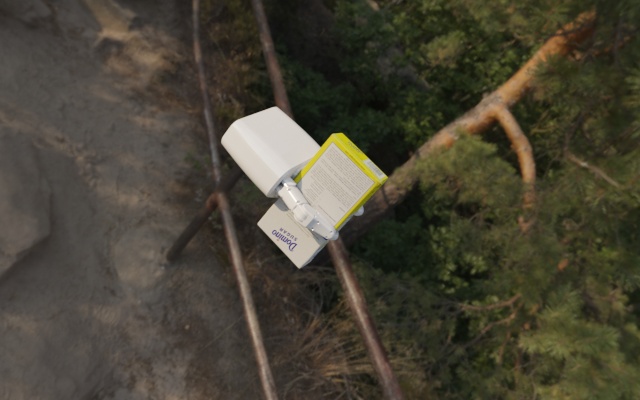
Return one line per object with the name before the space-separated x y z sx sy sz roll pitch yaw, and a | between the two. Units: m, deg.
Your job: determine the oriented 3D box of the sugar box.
sugar box | 0.000 0.002 0.666 0.176 0.093 0.048 -48 -10 24
